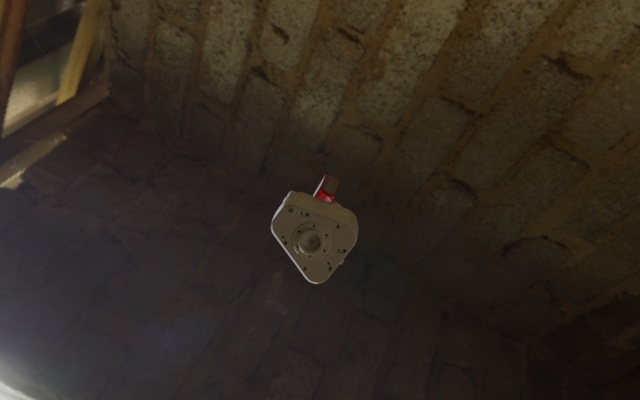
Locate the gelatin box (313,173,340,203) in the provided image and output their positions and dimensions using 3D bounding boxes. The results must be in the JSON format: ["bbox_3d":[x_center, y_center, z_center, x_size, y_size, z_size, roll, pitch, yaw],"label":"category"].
[{"bbox_3d":[0.000,0.002,0.801,0.030,0.073,0.089,29,21,-4],"label":"gelatin box"}]
